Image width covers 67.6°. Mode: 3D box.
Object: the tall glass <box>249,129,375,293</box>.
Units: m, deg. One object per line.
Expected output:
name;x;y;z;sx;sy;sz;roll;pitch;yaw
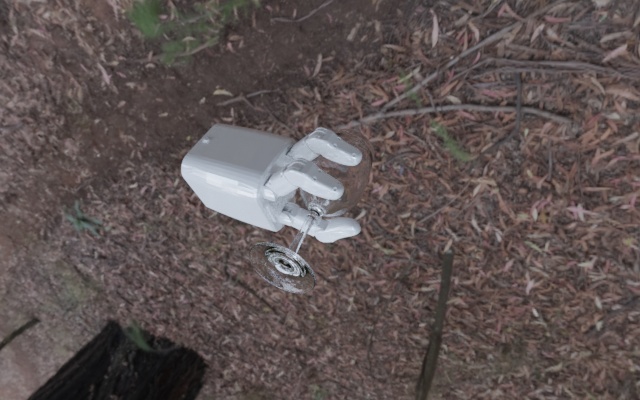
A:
tall glass;0.000;0.002;0.537;0.079;0.079;0.201;0;42;33
